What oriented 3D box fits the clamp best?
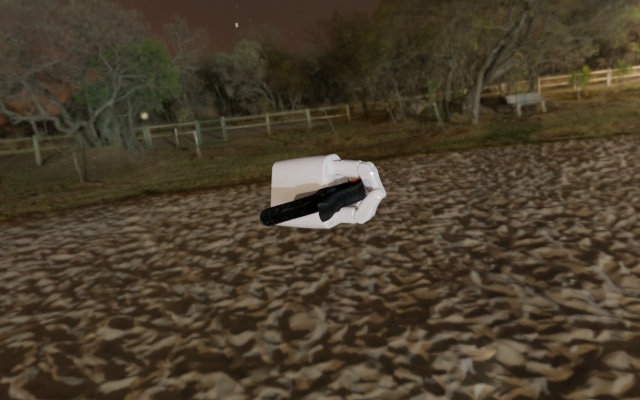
[{"bbox_3d":[0.000,0.002,0.669,0.120,0.039,0.171,-2,11,32],"label":"clamp"}]
